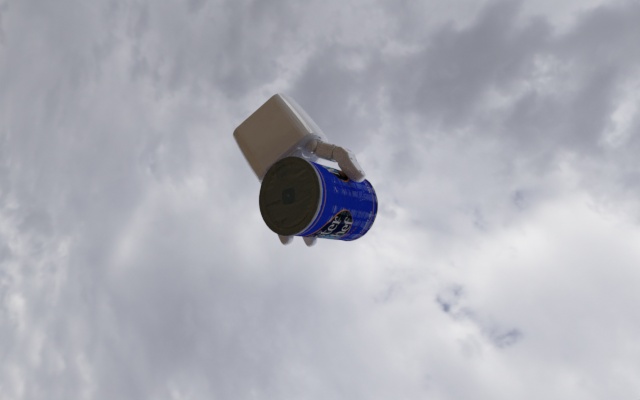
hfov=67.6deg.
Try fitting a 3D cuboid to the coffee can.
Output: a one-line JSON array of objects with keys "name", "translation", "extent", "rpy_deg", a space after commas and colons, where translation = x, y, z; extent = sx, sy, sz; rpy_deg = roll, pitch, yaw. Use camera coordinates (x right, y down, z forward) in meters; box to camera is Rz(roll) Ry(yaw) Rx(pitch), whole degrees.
[{"name": "coffee can", "translation": [0.000, 0.002, 0.659], "extent": [0.103, 0.103, 0.140], "rpy_deg": [0, -7, 37]}]
